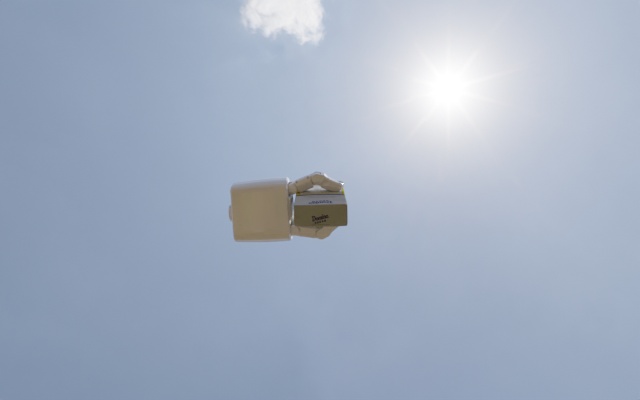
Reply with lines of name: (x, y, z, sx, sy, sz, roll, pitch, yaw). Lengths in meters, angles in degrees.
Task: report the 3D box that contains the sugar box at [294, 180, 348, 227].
sugar box: (0.000, 0.003, 0.886, 0.093, 0.048, 0.176, -1, 18, 1)
